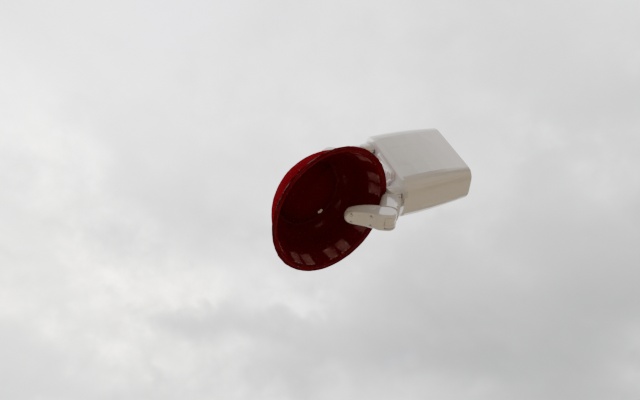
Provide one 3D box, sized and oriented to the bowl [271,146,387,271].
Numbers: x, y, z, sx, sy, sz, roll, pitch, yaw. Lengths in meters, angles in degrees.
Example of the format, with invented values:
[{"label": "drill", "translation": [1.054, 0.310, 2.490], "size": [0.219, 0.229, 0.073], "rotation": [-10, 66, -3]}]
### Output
[{"label": "bowl", "translation": [-0.001, 0.002, 0.564], "size": [0.162, 0.162, 0.055], "rotation": [0, 27, -40]}]
